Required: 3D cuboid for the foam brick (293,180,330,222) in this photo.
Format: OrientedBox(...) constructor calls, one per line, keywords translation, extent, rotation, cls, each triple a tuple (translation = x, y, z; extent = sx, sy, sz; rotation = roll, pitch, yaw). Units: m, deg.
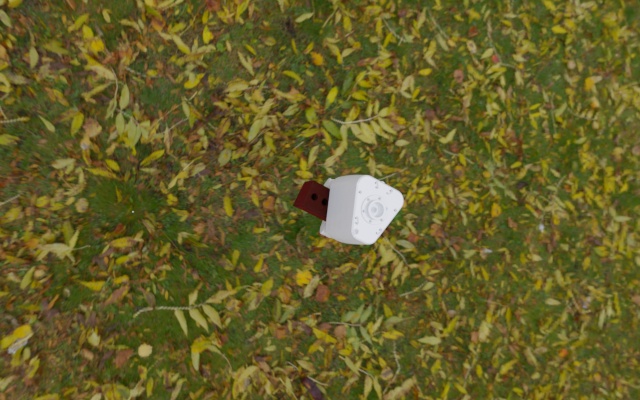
OrientedBox(translation=(0.000, 0.003, 0.880), extent=(0.078, 0.053, 0.051), rotation=(26, -9, -19), cls="foam brick")
